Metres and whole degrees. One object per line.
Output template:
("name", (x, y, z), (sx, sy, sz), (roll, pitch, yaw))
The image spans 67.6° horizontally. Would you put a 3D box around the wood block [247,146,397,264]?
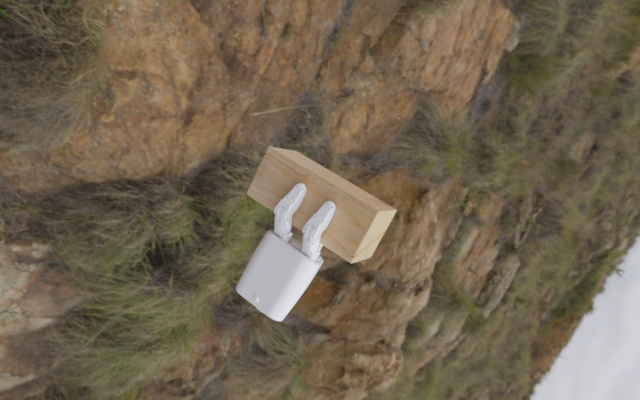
("wood block", (0.000, 0.003, 0.751), (0.206, 0.090, 0.091), (32, 13, 22))
